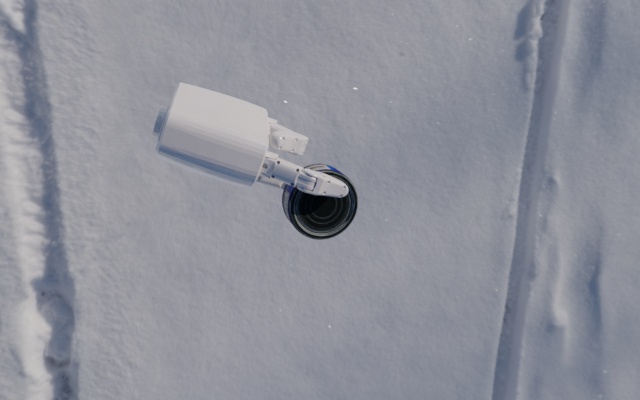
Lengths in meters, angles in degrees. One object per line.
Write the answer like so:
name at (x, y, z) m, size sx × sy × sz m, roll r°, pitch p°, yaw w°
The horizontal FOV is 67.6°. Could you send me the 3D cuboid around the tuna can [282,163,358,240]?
tuna can at (0.000, 0.002, 0.560) m, size 0.086 × 0.086 × 0.033 m, roll 0°, pitch 16°, yaw -18°
